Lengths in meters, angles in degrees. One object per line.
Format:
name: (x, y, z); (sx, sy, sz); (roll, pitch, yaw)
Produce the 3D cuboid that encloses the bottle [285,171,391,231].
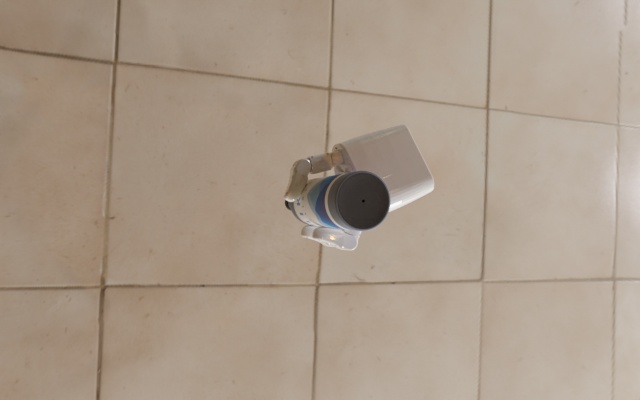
bottle: (0.000, 0.002, 0.659); (0.069, 0.069, 0.295); (0, -1, -19)
